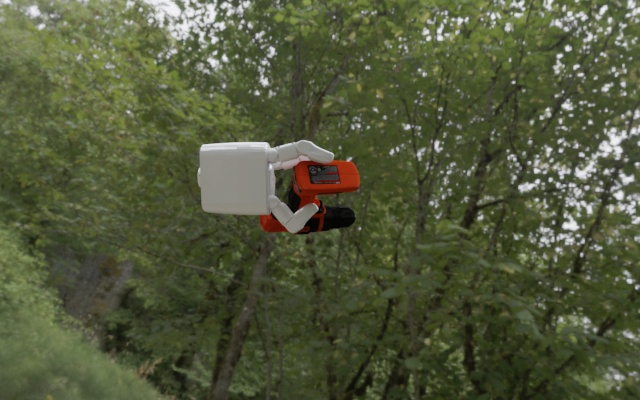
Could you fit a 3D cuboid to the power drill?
[{"bbox_3d":[0.000,0.002,0.828,0.184,0.057,0.188,-3,-28,-21],"label":"power drill"}]
